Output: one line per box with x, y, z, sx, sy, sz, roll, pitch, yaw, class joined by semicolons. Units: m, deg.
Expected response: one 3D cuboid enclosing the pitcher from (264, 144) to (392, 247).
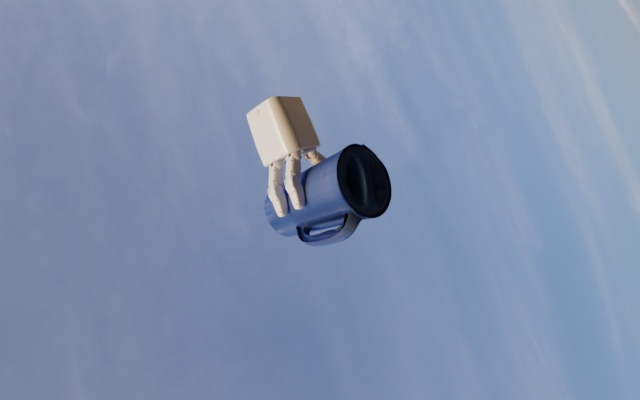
0.000;0.003;0.890;0.149;0.145;0.243;-24;1;-44;pitcher
